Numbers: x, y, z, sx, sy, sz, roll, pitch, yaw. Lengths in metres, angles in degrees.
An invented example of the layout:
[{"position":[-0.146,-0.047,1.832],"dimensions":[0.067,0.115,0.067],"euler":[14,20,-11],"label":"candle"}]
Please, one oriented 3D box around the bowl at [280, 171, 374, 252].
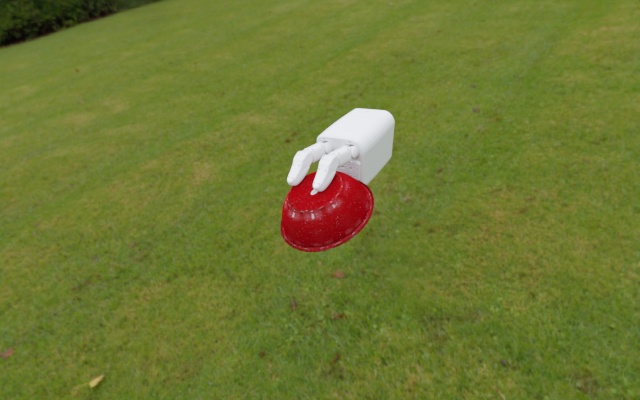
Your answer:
[{"position":[-0.001,0.003,0.752],"dimensions":[0.162,0.162,0.055],"euler":[0,-43,30],"label":"bowl"}]
